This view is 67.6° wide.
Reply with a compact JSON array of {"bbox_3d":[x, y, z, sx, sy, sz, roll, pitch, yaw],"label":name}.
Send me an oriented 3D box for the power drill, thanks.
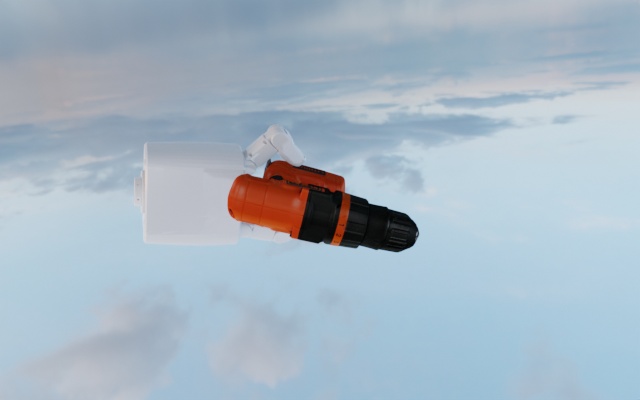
[{"bbox_3d":[0.000,0.002,0.520,0.184,0.057,0.187,15,7,-6],"label":"power drill"}]
